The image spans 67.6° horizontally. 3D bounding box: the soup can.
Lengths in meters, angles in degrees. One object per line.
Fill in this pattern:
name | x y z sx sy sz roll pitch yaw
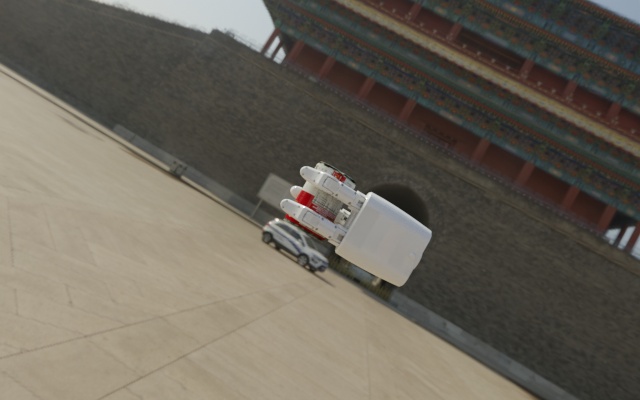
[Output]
soup can | 0.000 0.002 0.708 0.068 0.102 0.068 31 -4 2
